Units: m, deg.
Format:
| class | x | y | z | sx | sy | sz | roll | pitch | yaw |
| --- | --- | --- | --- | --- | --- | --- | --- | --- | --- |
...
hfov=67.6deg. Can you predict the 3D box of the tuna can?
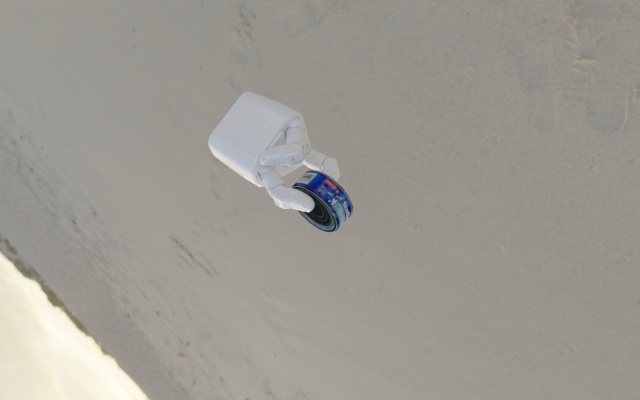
| class | x | y | z | sx | sy | sz | roll | pitch | yaw |
| --- | --- | --- | --- | --- | --- | --- | --- | --- | --- |
| tuna can | 0.000 | 0.003 | 0.645 | 0.033 | 0.086 | 0.086 | -46 | 24 | -26 |
